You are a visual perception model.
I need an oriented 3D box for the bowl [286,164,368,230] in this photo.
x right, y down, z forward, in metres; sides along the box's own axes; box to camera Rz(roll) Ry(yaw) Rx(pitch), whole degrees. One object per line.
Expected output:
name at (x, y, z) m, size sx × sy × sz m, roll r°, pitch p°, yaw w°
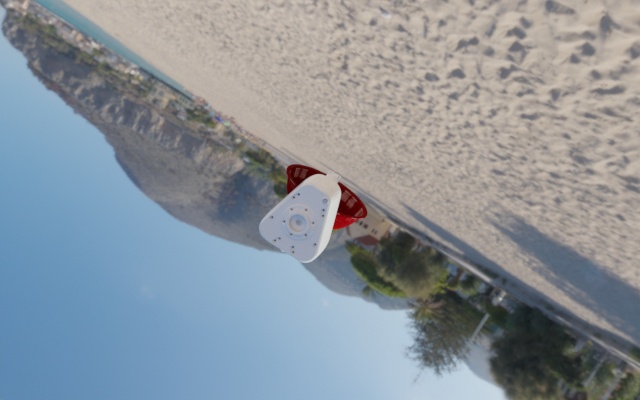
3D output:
bowl at (0.000, 0.003, 0.839) m, size 0.162 × 0.055 × 0.162 m, roll 27°, pitch 21°, yaw -11°
